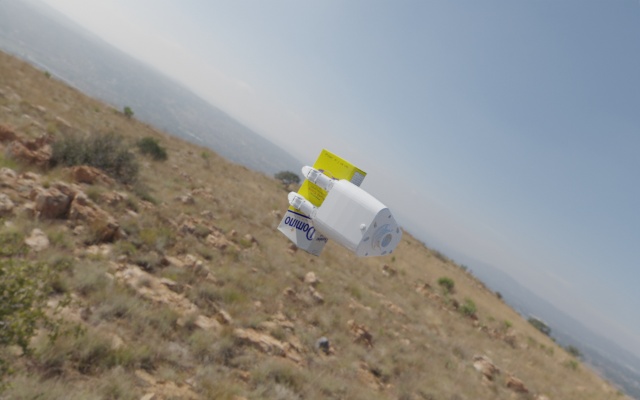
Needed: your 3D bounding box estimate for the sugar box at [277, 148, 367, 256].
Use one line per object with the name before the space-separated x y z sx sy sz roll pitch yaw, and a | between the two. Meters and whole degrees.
sugar box | 0.000 0.003 0.872 0.093 0.176 0.048 34 5 40
